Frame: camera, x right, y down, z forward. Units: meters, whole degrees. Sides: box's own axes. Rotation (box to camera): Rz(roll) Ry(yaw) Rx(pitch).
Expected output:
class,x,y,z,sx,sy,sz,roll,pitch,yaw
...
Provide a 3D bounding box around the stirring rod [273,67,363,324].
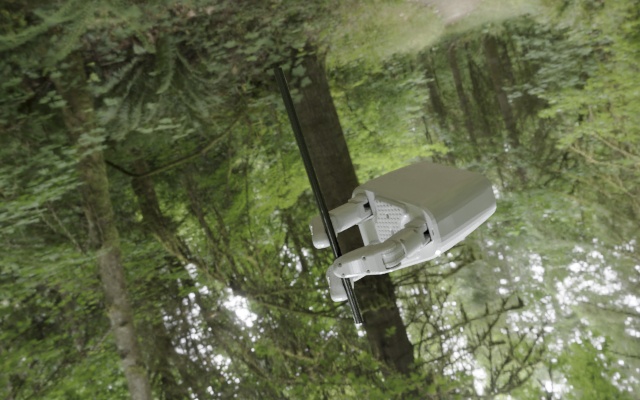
class,x,y,z,sx,sy,sz,roll,pitch,yaw
stirring rod,0.000,0.001,0.425,0.011,0.239,0.011,-17,11,3
